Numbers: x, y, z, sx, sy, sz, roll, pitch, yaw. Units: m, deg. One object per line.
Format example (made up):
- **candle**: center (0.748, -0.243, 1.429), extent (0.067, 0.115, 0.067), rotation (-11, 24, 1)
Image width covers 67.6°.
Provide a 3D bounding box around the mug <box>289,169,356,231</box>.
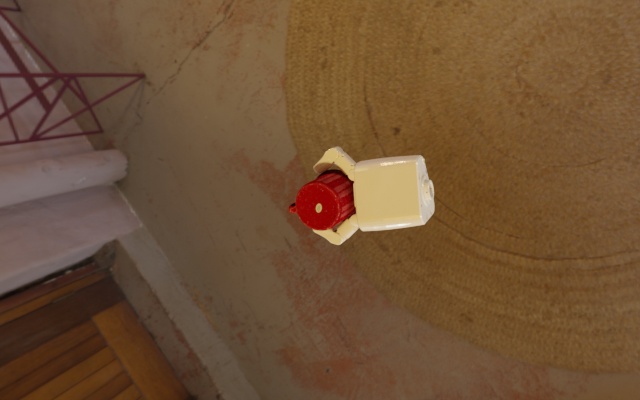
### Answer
- **mug**: center (-0.001, 0.003, 0.792), extent (0.117, 0.093, 0.081), rotation (-8, 10, 26)
